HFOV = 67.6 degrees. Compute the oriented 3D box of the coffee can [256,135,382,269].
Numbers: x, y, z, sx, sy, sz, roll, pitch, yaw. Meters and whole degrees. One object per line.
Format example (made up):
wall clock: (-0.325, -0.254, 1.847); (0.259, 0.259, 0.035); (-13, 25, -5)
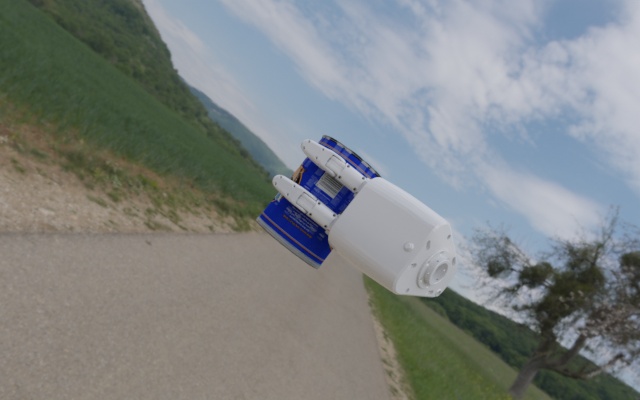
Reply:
coffee can: (0.000, 0.002, 0.616); (0.103, 0.140, 0.103); (38, -2, 2)
